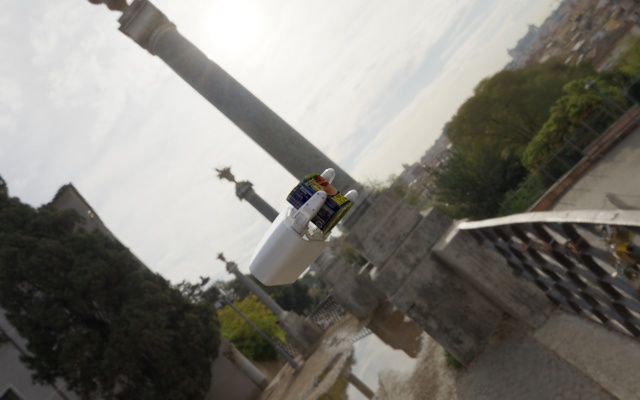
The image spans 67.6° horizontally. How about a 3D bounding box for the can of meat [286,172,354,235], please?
[{"bbox_3d":[0.000,0.002,0.779,0.084,0.057,0.102,40,16,6],"label":"can of meat"}]
